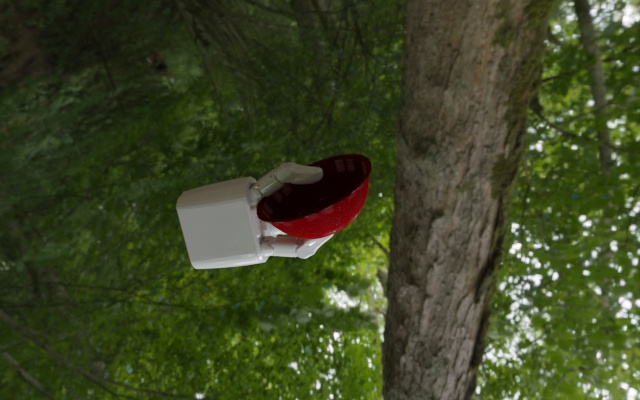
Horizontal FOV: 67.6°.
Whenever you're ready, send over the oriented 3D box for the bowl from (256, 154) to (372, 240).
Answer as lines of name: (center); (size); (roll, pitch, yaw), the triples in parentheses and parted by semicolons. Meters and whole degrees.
bowl: (0.001, 0.002, 0.624); (0.162, 0.055, 0.162); (-21, 24, 10)
